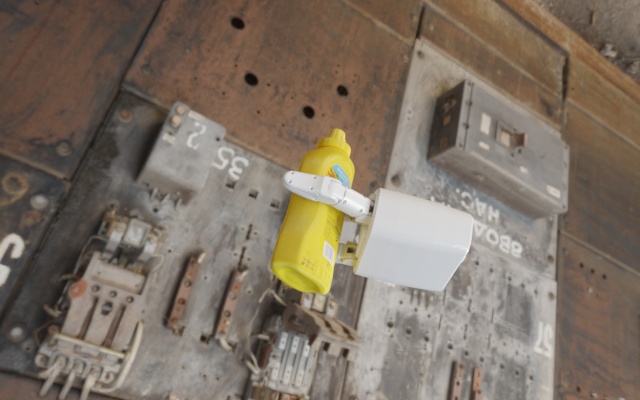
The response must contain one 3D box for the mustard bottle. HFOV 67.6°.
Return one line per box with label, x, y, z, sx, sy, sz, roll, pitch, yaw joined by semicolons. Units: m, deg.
mustard bottle;0.000;0.002;0.542;0.058;0.191;0.096;3;-26;24
